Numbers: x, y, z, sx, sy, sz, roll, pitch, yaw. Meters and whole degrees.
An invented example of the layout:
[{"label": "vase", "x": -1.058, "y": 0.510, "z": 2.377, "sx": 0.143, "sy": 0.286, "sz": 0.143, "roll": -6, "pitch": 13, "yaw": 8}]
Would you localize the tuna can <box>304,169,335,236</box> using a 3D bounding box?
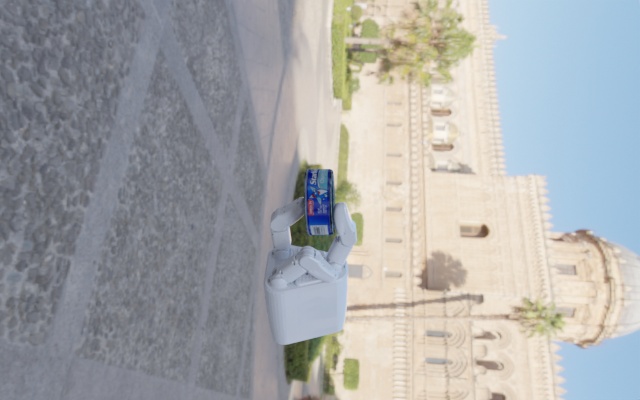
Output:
[{"label": "tuna can", "x": 0.001, "y": 0.002, "z": 0.610, "sx": 0.034, "sy": 0.086, "sz": 0.086, "roll": -1, "pitch": 0, "yaw": 5}]
